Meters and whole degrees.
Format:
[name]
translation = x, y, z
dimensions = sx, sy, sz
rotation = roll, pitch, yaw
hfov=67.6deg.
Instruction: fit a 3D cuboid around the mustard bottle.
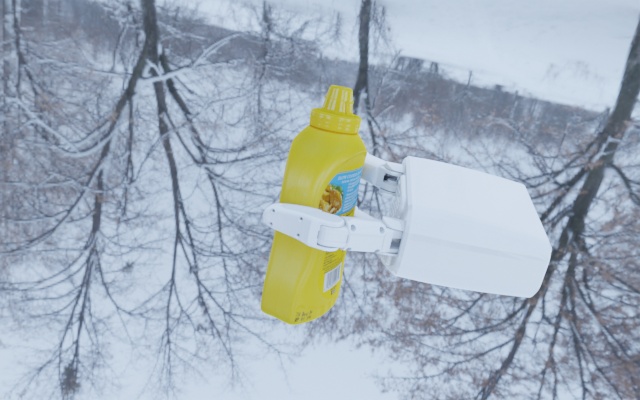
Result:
[mustard bottle]
translation = 0.000, 0.001, 0.401
dimensions = 0.058, 0.192, 0.096
rotation = 19, 19, 24
